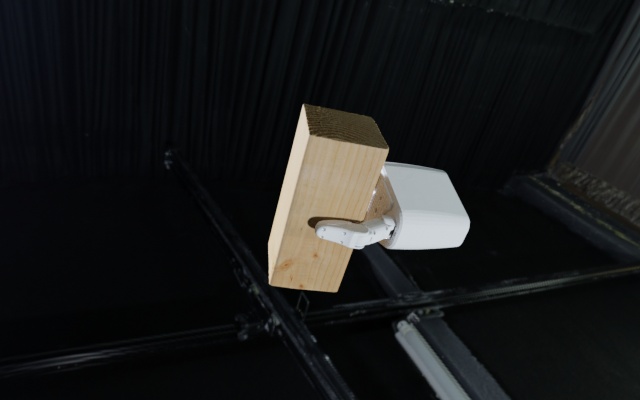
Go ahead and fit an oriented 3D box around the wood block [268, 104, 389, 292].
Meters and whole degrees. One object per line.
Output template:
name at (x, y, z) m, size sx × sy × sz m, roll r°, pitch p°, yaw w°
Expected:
wood block at (0.000, 0.002, 0.579) m, size 0.090 × 0.206 × 0.090 m, roll 9°, pitch 30°, yaw -13°
